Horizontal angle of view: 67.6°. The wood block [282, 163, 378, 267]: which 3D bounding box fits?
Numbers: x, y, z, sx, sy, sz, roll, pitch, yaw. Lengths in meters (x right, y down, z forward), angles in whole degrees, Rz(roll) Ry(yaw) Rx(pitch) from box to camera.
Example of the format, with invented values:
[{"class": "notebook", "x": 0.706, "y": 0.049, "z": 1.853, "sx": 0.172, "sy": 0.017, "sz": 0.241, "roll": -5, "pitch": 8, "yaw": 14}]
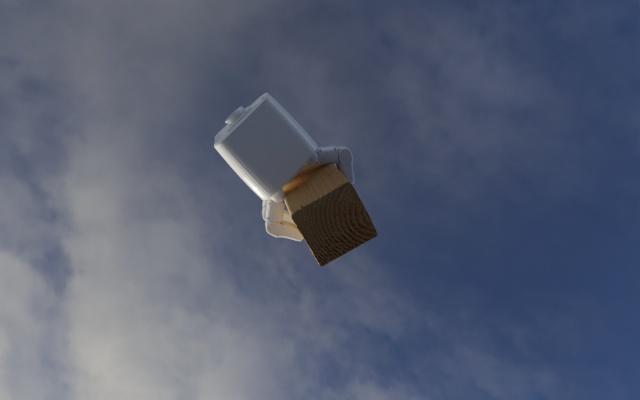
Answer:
[{"class": "wood block", "x": 0.000, "y": 0.002, "z": 0.715, "sx": 0.091, "sy": 0.090, "sz": 0.206, "roll": -30, "pitch": 21, "yaw": -1}]
